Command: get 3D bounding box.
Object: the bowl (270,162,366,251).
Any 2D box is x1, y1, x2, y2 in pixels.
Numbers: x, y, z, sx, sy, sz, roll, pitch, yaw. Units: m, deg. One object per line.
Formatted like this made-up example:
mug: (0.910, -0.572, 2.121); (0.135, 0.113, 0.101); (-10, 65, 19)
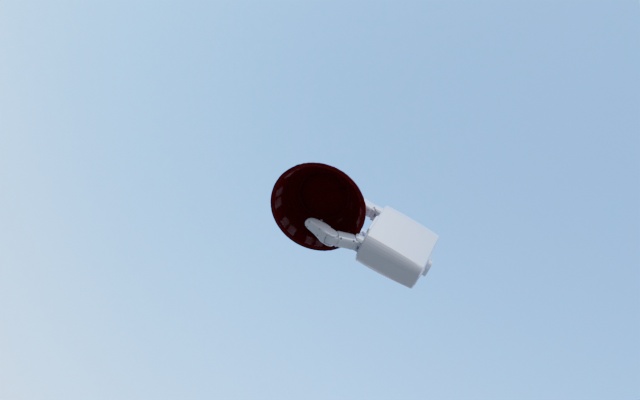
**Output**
bowl: (-0.001, 0.002, 0.803); (0.162, 0.162, 0.055); (0, 26, 14)
